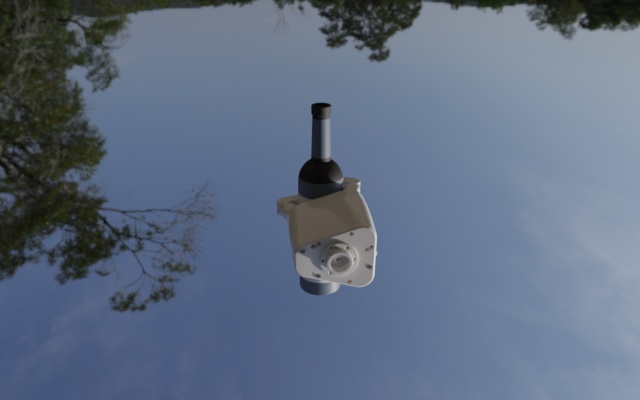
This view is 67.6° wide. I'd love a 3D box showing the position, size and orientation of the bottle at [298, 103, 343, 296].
[{"bbox_3d":[0.000,0.003,0.714,0.069,0.296,0.069,0,26,0],"label":"bottle"}]
